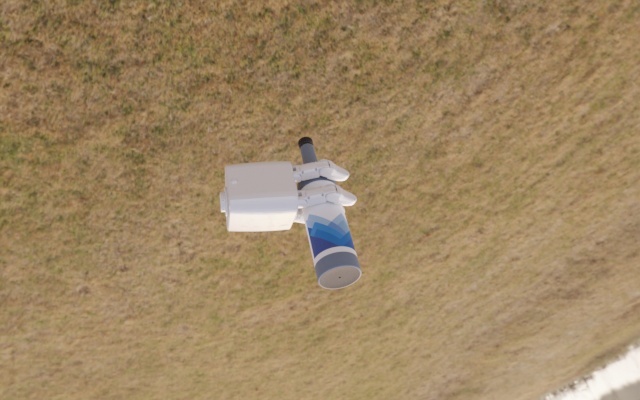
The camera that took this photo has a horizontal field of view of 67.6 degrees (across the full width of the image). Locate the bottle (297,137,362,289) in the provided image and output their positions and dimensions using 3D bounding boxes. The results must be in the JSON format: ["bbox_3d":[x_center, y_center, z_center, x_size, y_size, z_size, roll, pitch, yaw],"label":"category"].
[{"bbox_3d":[0.000,0.003,0.796,0.069,0.295,0.069,-9,-39,-7],"label":"bottle"}]
